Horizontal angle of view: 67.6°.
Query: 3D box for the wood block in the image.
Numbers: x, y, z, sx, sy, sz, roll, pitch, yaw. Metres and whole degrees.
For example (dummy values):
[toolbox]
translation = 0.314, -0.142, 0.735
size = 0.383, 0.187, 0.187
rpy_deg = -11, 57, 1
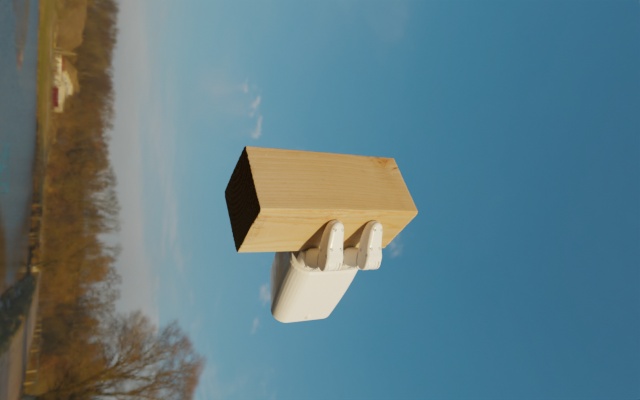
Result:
[wood block]
translation = 0.000, 0.002, 0.584
size = 0.206, 0.090, 0.090
rpy_deg = 1, -37, -29
